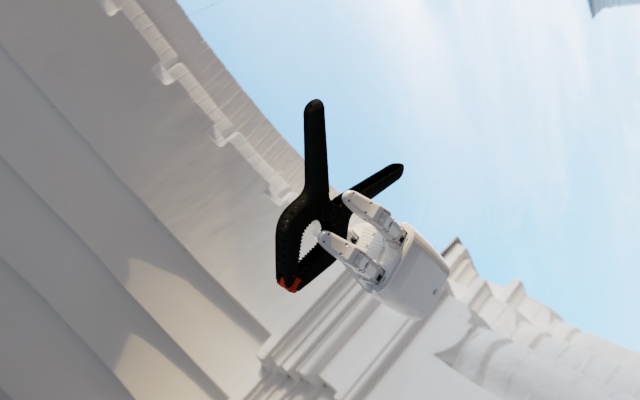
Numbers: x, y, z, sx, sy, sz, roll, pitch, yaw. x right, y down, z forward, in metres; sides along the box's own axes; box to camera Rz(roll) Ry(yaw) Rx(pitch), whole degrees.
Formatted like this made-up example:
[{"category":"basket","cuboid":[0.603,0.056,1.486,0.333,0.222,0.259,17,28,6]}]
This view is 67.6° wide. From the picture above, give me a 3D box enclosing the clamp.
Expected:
[{"category":"clamp","cuboid":[-0.001,0.002,0.550,0.165,0.210,0.036,39,-12,-34]}]
